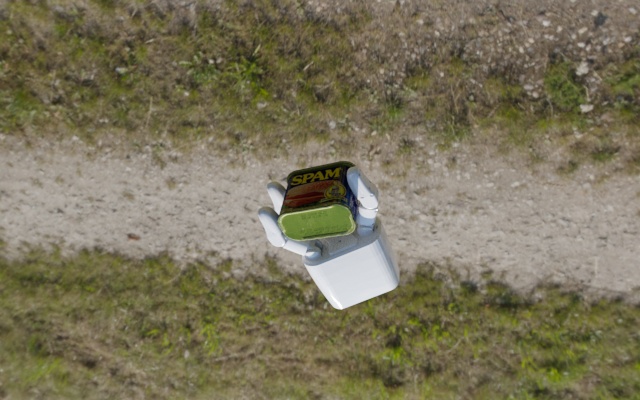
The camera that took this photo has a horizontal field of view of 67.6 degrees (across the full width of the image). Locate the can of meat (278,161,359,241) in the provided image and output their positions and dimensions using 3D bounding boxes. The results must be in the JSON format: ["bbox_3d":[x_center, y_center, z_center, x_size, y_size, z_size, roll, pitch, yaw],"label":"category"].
[{"bbox_3d":[0.000,0.002,0.617,0.102,0.057,0.084,-10,39,18],"label":"can of meat"}]
